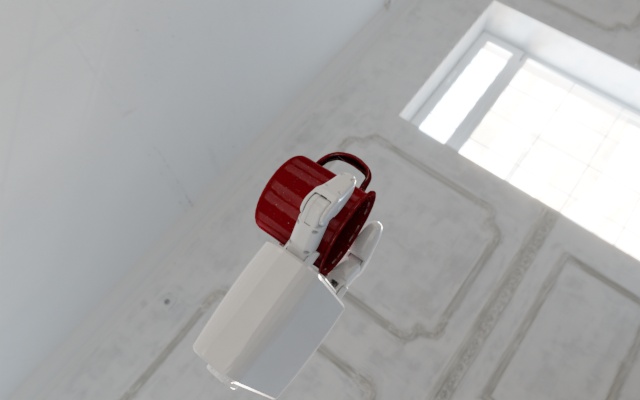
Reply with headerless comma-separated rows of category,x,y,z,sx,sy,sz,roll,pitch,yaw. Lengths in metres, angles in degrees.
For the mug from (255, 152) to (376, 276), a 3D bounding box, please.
mug,0.001,0.000,0.450,0.081,0.117,0.093,32,-16,15
